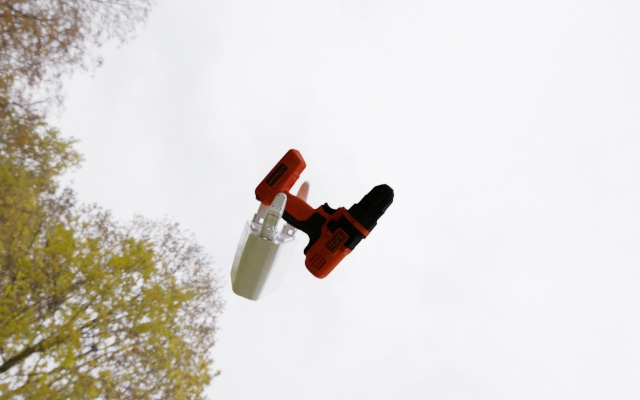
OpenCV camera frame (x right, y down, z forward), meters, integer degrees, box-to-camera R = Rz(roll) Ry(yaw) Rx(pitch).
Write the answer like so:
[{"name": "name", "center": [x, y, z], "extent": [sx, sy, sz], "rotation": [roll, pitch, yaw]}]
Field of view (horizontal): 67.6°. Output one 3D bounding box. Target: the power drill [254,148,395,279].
[{"name": "power drill", "center": [0.000, 0.002, 0.765], "extent": [0.187, 0.184, 0.057], "rotation": [43, 2, 19]}]
